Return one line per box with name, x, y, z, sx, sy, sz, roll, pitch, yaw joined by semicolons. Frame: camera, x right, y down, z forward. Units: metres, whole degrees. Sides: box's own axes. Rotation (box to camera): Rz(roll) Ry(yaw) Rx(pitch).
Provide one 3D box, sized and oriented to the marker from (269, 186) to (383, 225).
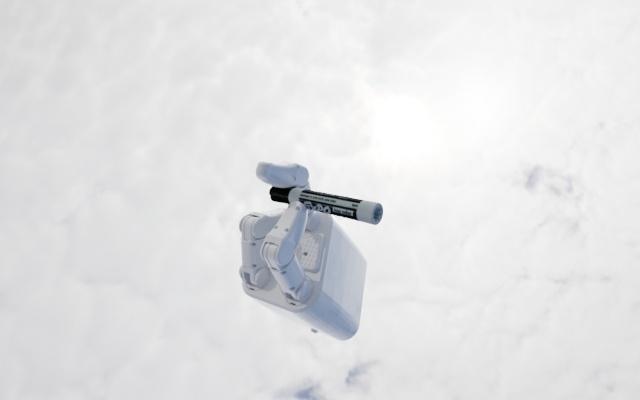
marker;0.000;0.001;0.428;0.121;0.020;0.020;12;7;37
